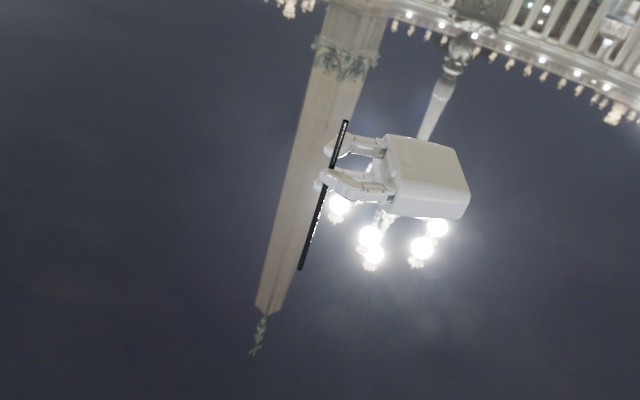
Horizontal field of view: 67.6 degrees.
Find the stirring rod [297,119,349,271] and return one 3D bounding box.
[{"bbox_3d":[0.000,0.002,0.640,0.011,0.240,0.011,13,31,-8],"label":"stirring rod"}]
